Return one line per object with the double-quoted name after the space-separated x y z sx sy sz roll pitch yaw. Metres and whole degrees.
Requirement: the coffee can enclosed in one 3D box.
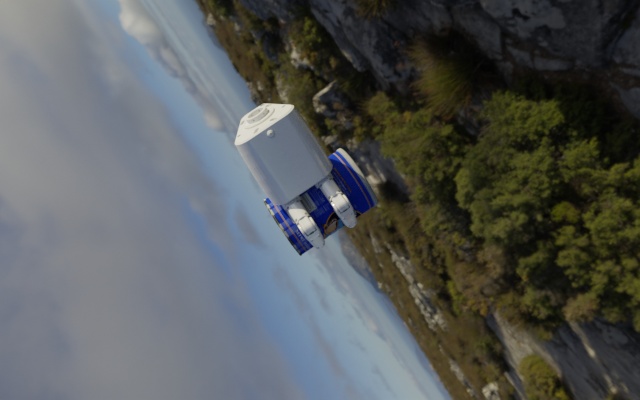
0.000 0.002 0.720 0.140 0.103 0.103 -34 2 -3 "coffee can"
